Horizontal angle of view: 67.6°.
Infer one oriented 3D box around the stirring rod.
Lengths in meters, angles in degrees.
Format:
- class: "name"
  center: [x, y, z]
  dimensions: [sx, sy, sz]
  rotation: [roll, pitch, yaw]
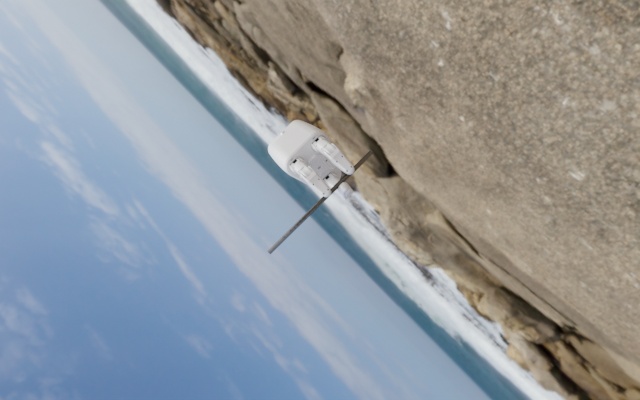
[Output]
- class: "stirring rod"
  center: [0.000, 0.003, 0.799]
  dimensions: [0.239, 0.011, 0.011]
  rotation: [-44, 2, -3]
